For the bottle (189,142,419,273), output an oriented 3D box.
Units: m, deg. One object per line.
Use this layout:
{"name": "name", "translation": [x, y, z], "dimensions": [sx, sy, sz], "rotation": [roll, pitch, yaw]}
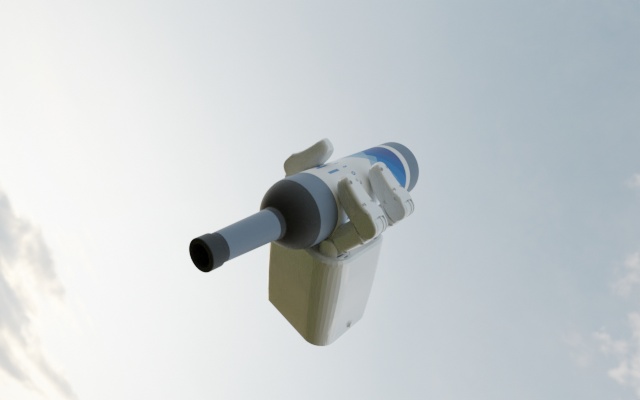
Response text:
{"name": "bottle", "translation": [0.000, 0.001, 0.458], "dimensions": [0.069, 0.069, 0.295], "rotation": [0, 15, 38]}
